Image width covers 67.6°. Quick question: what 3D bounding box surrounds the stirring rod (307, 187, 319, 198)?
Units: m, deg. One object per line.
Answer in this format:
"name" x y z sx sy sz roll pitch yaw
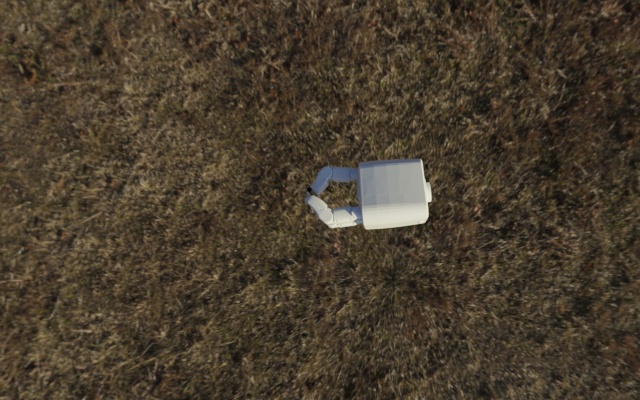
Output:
"stirring rod" 0.000 0.003 0.871 0.011 0.011 0.239 0 -10 9
